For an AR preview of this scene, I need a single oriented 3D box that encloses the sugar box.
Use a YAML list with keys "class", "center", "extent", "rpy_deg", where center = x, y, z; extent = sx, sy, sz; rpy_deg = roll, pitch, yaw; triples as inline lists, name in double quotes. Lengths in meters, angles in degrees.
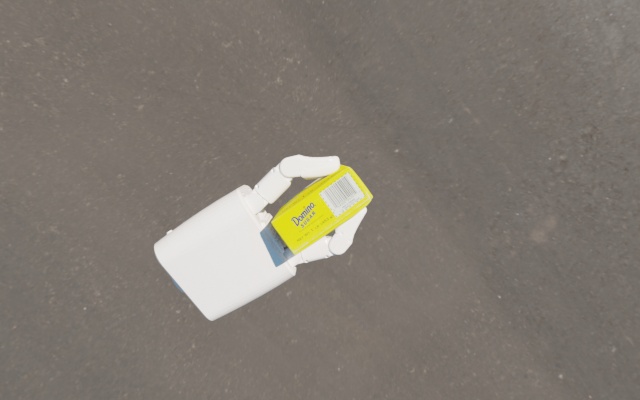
- class: "sugar box"
  center: [0.000, 0.001, 0.528]
  extent: [0.093, 0.048, 0.176]
  rpy_deg: [-35, 7, 2]
